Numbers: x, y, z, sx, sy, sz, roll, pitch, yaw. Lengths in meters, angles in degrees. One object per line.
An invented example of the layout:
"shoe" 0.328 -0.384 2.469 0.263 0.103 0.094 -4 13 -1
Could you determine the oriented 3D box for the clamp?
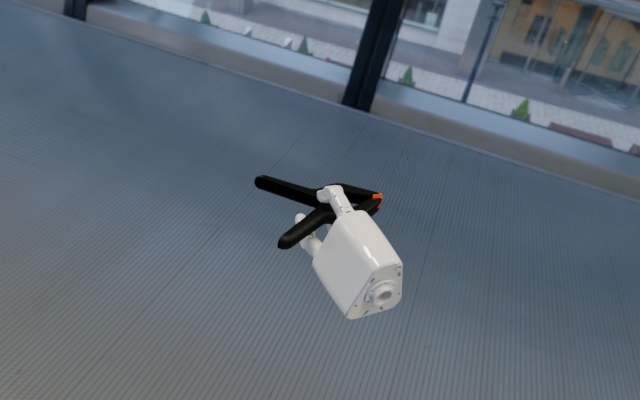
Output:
"clamp" 0.001 0.002 0.780 0.210 0.036 0.164 -9 44 -26
